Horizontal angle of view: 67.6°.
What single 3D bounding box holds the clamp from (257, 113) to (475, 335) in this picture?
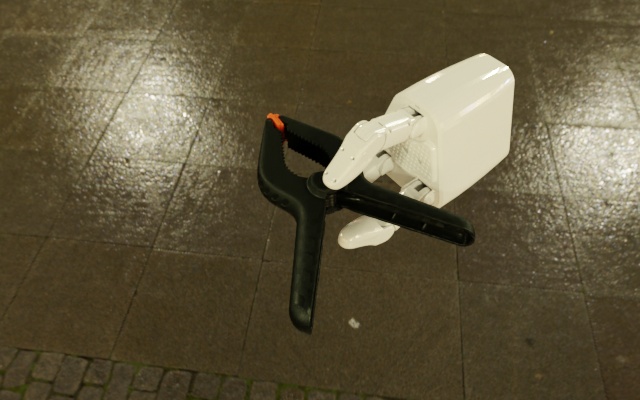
[{"bbox_3d":[0.000,0.000,0.402,0.164,0.036,0.210,-30,58,-25],"label":"clamp"}]
